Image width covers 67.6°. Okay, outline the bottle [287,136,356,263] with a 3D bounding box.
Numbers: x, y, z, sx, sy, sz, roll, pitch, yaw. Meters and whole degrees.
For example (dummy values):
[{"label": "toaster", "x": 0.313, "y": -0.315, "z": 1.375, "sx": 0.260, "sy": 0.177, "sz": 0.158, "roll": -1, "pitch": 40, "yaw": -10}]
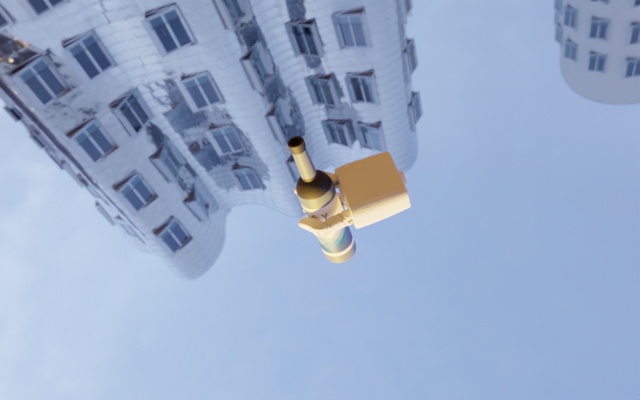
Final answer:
[{"label": "bottle", "x": 0.000, "y": 0.003, "z": 0.863, "sx": 0.069, "sy": 0.069, "sz": 0.296, "roll": 0, "pitch": -41, "yaw": 21}]
